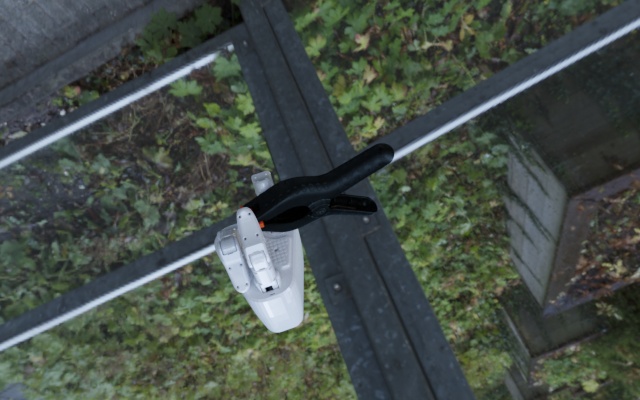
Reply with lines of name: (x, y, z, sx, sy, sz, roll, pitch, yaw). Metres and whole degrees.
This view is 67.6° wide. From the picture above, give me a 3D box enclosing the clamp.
clamp: (0.000, 0.002, 0.532, 0.171, 0.039, 0.120, -18, -36, -6)
